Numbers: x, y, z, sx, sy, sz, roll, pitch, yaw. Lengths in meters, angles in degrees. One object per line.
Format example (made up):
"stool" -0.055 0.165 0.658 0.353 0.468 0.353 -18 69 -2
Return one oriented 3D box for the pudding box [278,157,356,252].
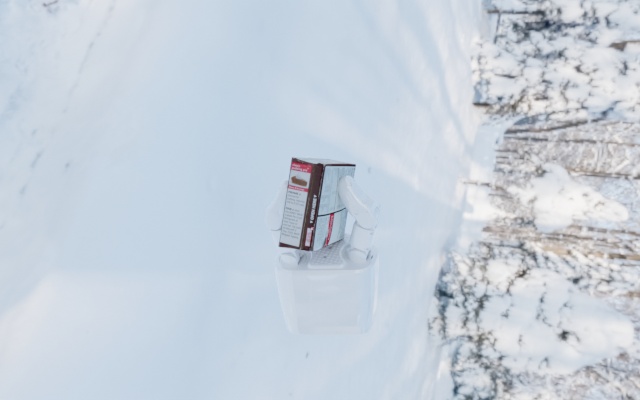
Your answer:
"pudding box" 0.000 0.002 0.504 0.039 0.090 0.113 10 7 18
